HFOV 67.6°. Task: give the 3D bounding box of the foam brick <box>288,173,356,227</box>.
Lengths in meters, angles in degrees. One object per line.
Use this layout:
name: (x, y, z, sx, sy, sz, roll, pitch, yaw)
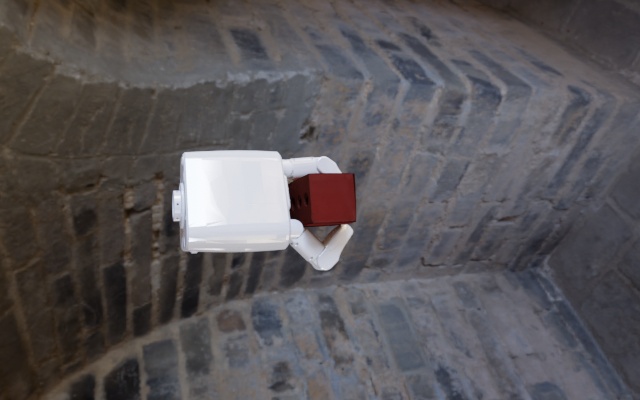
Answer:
foam brick: (0.000, 0.002, 0.522, 0.051, 0.053, 0.078, 0, -7, -21)
